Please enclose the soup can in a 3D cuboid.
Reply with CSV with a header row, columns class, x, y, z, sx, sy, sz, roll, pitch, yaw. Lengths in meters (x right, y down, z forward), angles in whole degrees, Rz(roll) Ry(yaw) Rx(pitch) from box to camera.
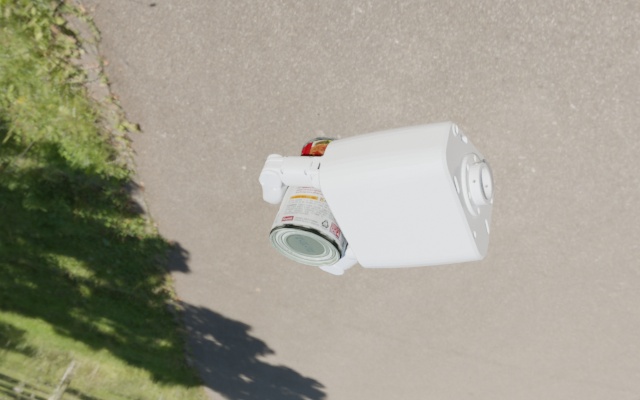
class,x,y,z,sx,sy,sz,roll,pitch,yaw
soup can,0.000,0.002,0.442,0.068,0.102,0.068,13,-32,9
